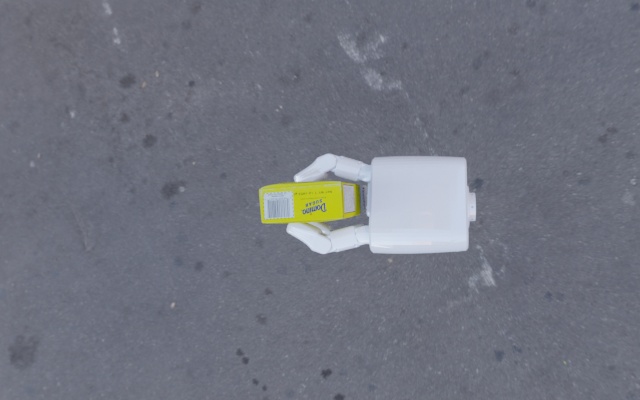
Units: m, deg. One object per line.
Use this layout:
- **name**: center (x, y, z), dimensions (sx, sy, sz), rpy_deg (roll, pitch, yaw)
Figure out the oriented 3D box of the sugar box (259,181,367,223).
- **sugar box**: center (0.000, 0.002, 0.583), dimensions (0.093, 0.048, 0.176), rpy_deg (-3, -3, 15)
